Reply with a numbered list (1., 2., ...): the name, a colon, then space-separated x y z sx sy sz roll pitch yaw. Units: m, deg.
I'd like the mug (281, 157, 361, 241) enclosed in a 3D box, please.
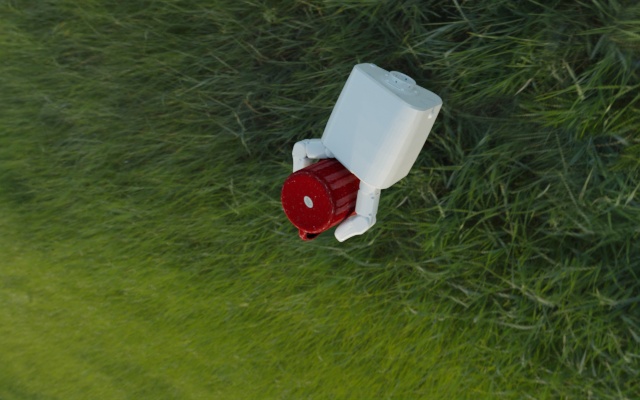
1. mug: -0.001 0.003 0.617 0.093 0.117 0.081 35 32 21
